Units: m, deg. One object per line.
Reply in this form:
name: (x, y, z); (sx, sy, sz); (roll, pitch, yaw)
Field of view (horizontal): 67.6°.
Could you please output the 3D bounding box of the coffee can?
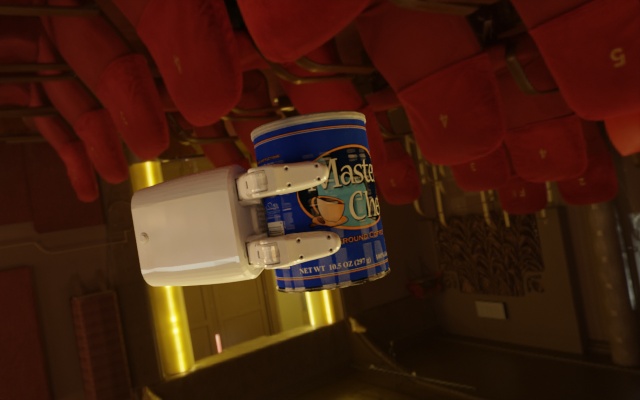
coffee can: (0.000, 0.001, 0.425); (0.103, 0.140, 0.103); (-9, -1, 0)
